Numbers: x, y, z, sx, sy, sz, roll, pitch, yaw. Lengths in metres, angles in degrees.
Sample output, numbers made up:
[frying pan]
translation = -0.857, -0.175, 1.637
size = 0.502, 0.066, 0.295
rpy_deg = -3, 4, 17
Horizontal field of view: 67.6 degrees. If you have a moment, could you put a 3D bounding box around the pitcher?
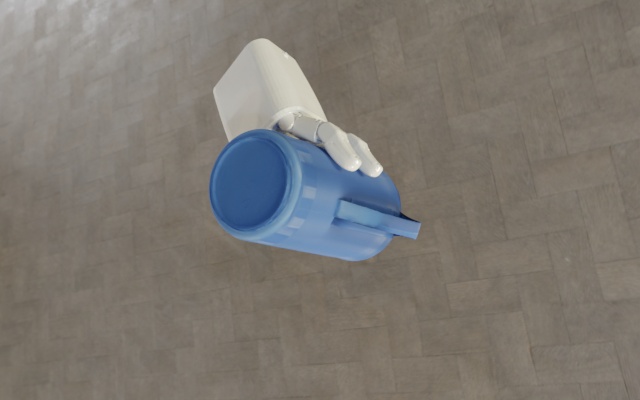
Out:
[pitcher]
translation = 0.000, 0.002, 0.541
size = 0.149, 0.145, 0.243
rpy_deg = -31, -21, 22
